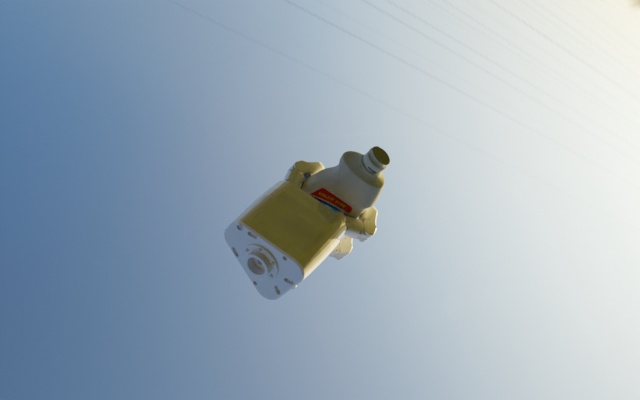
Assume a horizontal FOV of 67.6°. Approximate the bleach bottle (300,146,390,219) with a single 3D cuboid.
[{"bbox_3d":[0.000,0.002,0.673,0.251,0.102,0.068,-43,1,41],"label":"bleach bottle"}]
